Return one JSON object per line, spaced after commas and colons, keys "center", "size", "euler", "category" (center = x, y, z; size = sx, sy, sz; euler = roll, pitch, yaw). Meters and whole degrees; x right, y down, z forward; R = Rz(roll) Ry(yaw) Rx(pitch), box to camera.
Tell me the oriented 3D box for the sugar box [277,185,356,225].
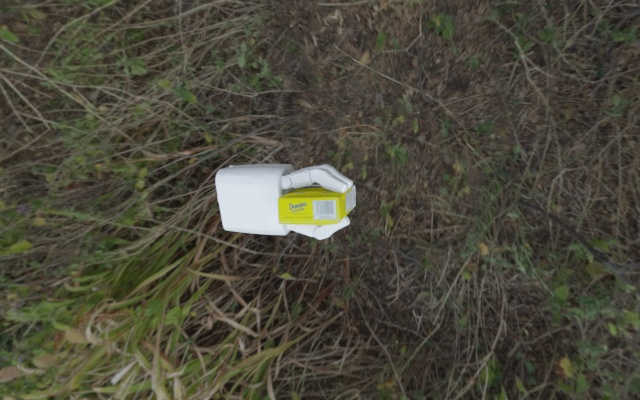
{"center": [0.000, 0.002, 0.765], "size": [0.093, 0.048, 0.176], "euler": [0, 10, 11], "category": "sugar box"}
